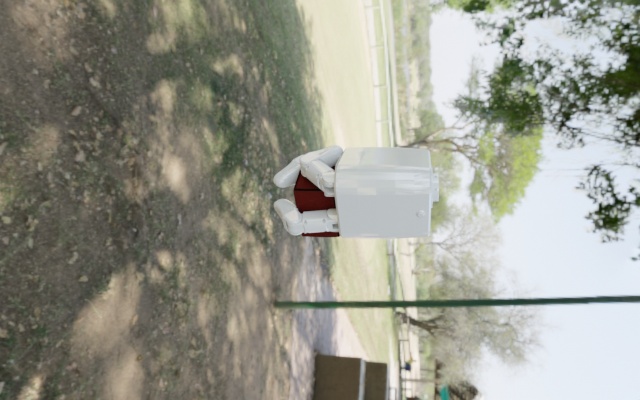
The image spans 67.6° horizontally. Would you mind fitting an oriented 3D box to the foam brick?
[{"bbox_3d":[0.000,0.002,0.606,0.051,0.078,0.053,0,39,11],"label":"foam brick"}]
